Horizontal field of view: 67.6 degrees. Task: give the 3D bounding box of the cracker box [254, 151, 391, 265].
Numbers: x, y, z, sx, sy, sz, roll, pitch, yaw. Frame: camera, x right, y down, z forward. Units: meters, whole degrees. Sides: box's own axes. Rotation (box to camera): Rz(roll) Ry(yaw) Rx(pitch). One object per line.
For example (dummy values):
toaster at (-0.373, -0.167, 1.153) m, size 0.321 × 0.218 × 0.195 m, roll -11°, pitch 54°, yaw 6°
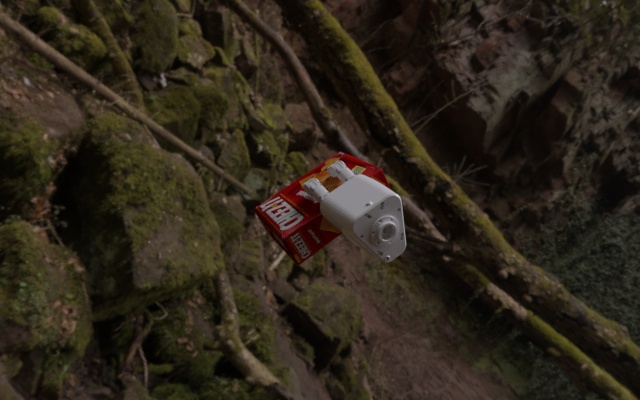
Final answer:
cracker box at (0.000, 0.003, 0.883) m, size 0.213 × 0.072 × 0.164 m, roll -34°, pitch 28°, yaw -12°
